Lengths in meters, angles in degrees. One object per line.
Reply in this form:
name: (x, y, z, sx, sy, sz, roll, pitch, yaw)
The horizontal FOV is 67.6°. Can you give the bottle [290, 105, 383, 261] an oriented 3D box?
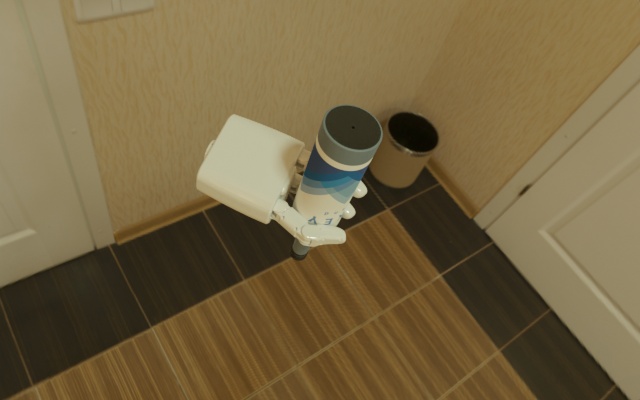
bottle: (0.000, 0.002, 0.624, 0.069, 0.069, 0.296, 0, -33, -16)
